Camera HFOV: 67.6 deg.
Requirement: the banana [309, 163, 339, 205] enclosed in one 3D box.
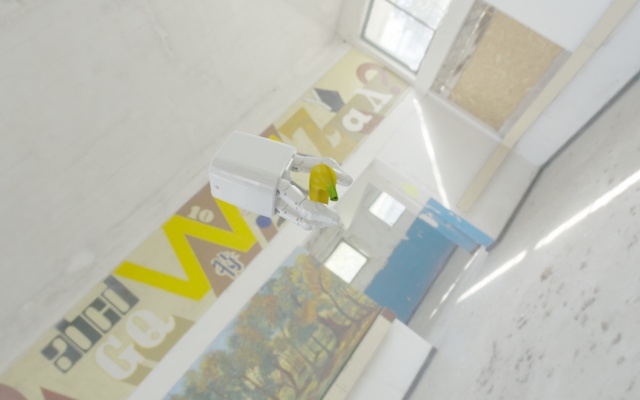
[{"bbox_3d":[0.000,-0.017,0.751,0.037,0.069,0.198,1,-10,-4],"label":"banana"}]
